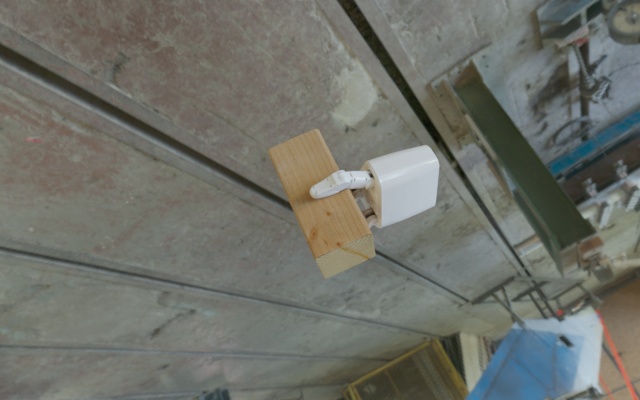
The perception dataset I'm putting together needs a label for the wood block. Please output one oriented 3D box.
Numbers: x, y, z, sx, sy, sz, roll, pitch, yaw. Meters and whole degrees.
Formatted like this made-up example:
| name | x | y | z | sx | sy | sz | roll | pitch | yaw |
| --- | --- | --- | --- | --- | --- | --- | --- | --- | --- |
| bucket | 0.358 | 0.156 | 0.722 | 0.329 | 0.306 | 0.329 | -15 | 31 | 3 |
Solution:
| name | x | y | z | sx | sy | sz | roll | pitch | yaw |
| --- | --- | --- | --- | --- | --- | --- | --- | --- | --- |
| wood block | 0.000 | 0.002 | 0.749 | 0.090 | 0.206 | 0.091 | -24 | -29 | -3 |
